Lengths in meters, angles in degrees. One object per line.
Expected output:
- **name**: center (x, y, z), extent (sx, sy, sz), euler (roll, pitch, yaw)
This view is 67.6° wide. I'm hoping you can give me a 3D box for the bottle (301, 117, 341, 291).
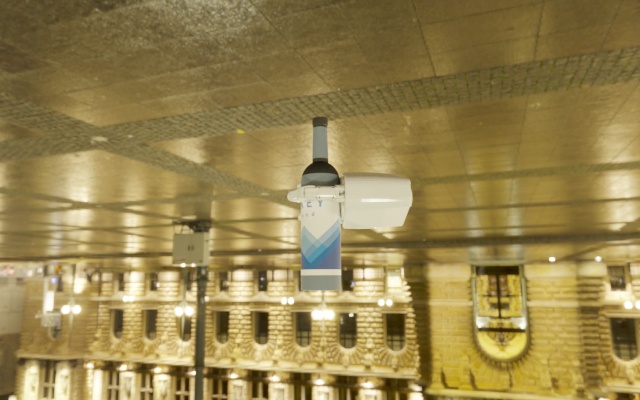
- **bottle**: center (0.000, 0.003, 0.811), extent (0.069, 0.295, 0.069), euler (0, -9, 0)
